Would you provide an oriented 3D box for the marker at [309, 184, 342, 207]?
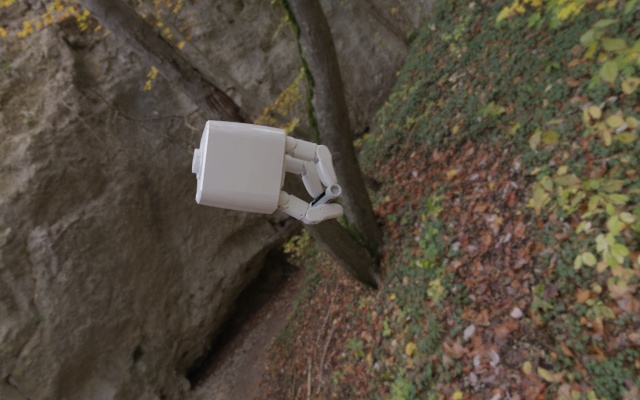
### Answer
[{"bbox_3d":[0.000,0.002,0.704,0.020,0.020,0.121,0,-16,-21],"label":"marker"}]
